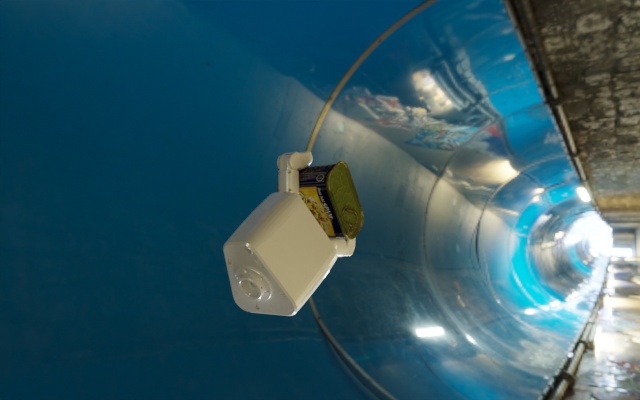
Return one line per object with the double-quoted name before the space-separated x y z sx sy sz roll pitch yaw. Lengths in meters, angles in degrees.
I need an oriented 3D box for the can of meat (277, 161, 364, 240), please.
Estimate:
"can of meat" 0.000 0.002 0.637 0.084 0.102 0.057 -3 32 32
